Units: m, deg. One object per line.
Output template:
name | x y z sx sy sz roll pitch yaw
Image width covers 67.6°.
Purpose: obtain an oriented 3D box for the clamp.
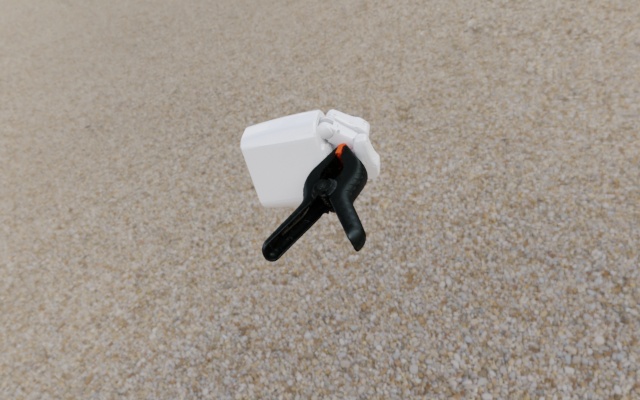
clamp | 0.000 0.001 0.535 0.120 0.039 0.171 -11 36 20
